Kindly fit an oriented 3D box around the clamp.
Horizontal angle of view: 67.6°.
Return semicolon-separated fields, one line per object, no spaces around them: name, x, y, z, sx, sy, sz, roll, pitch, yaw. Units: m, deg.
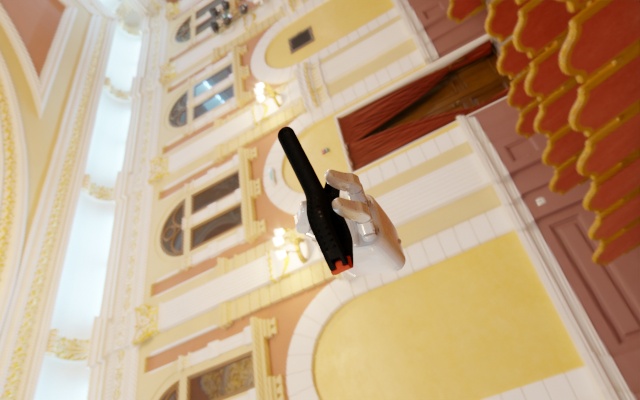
clamp;0.000;0.003;0.666;0.036;0.209;0.165;-28;-42;18
